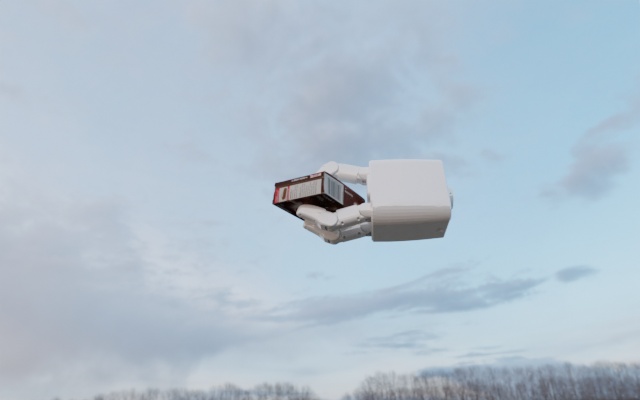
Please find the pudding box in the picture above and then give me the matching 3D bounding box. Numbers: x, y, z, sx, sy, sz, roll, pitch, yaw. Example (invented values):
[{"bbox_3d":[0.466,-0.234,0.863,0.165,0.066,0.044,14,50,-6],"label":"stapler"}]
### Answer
[{"bbox_3d":[0.000,0.002,0.691,0.090,0.039,0.113,-12,-30,32],"label":"pudding box"}]
